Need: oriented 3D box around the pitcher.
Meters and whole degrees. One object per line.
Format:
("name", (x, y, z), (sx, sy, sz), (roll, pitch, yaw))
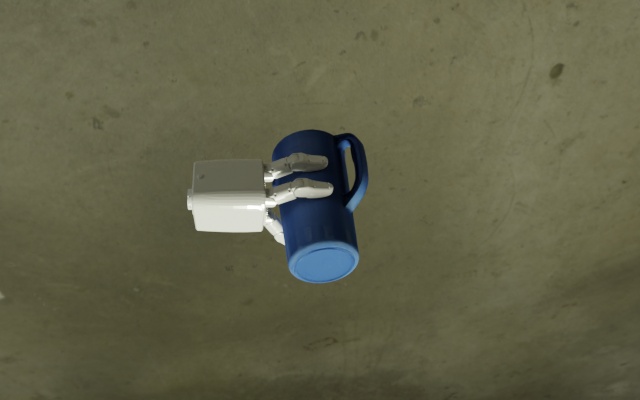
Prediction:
("pitcher", (0.000, 0.003, 0.781), (0.145, 0.242, 0.149), (1, -42, -12))
